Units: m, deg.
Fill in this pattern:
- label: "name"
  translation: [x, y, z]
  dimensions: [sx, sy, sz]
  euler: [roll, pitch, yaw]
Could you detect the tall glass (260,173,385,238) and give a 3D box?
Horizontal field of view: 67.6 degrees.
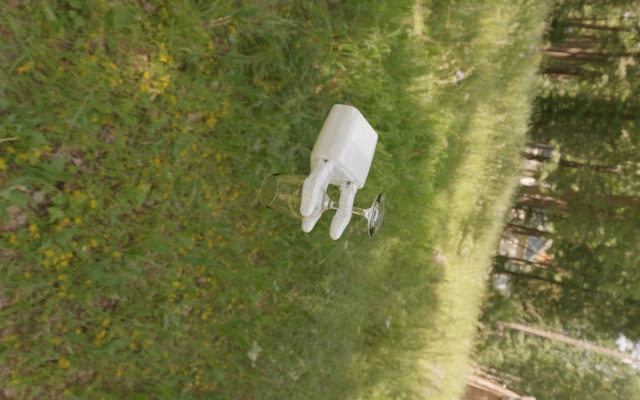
- label: "tall glass"
  translation: [0.001, 0.003, 0.796]
  dimensions: [0.201, 0.079, 0.079]
  euler: [13, 5, 22]
